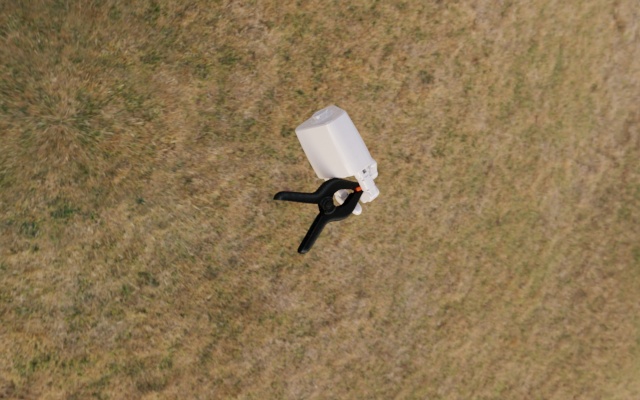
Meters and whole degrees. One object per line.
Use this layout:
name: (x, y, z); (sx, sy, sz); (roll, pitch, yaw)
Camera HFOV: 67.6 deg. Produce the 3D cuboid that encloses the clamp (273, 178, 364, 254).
clamp: (0.001, 0.003, 0.862); (0.171, 0.120, 0.039); (-37, 23, -18)
